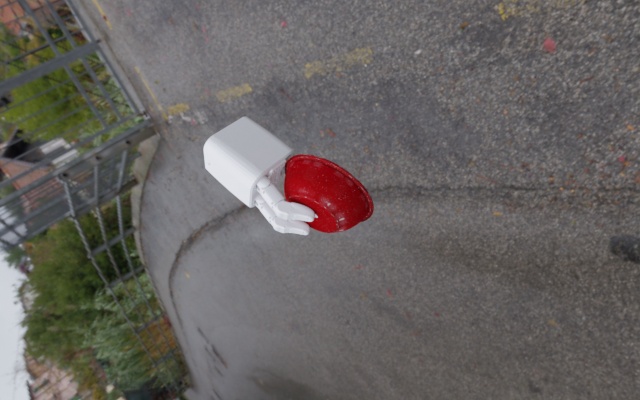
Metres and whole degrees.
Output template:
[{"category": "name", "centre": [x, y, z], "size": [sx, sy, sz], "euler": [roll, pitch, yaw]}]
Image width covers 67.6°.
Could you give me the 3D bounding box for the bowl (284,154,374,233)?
[{"category": "bowl", "centre": [0.001, 0.003, 0.752], "size": [0.162, 0.055, 0.162], "euler": [25, -28, 14]}]
